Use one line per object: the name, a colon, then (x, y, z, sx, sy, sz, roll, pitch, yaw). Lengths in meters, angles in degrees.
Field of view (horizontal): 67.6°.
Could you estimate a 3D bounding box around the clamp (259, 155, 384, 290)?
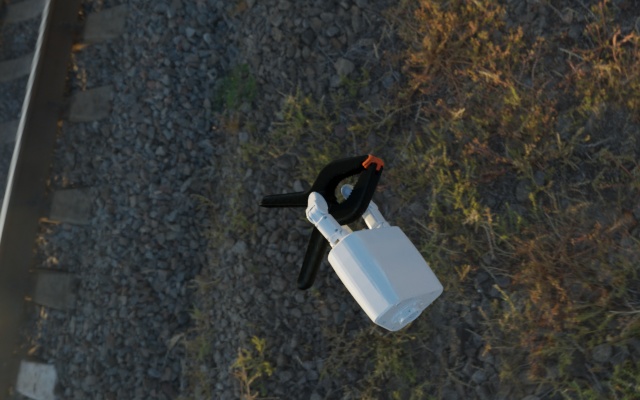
clamp: (0.000, 0.002, 0.687, 0.210, 0.164, 0.036, -48, -32, 19)
